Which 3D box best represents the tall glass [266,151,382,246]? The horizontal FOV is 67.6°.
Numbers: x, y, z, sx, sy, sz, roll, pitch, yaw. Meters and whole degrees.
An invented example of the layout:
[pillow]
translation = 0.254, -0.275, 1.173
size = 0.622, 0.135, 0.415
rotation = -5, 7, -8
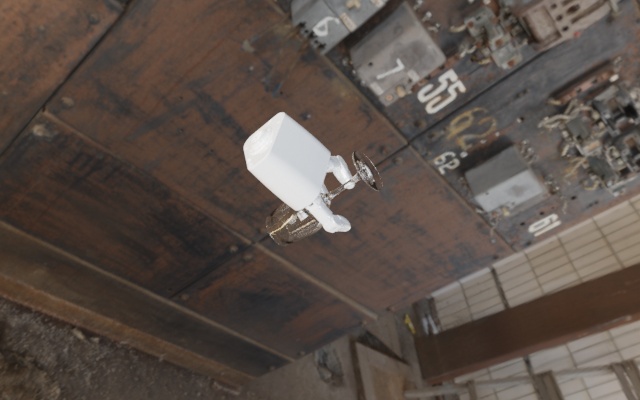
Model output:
[tall glass]
translation = 0.001, 0.002, 0.792
size = 0.201, 0.079, 0.079
rotation = -34, -17, 26
